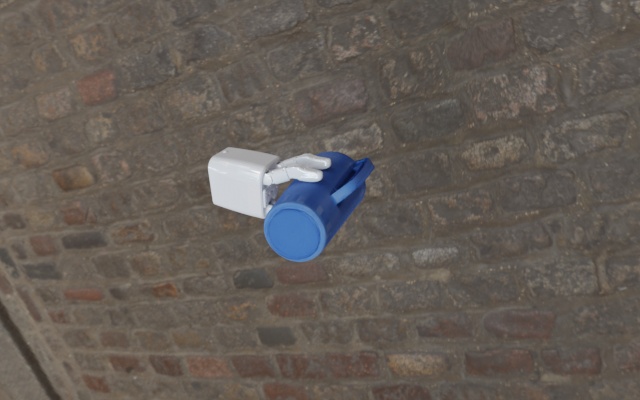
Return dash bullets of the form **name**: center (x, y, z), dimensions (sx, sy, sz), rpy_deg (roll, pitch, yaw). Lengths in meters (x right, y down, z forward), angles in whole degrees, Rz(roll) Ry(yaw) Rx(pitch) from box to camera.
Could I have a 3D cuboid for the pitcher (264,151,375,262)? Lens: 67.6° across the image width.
- **pitcher**: center (0.000, 0.003, 0.858), dimensions (0.145, 0.149, 0.242), rpy_deg (16, 27, 12)
